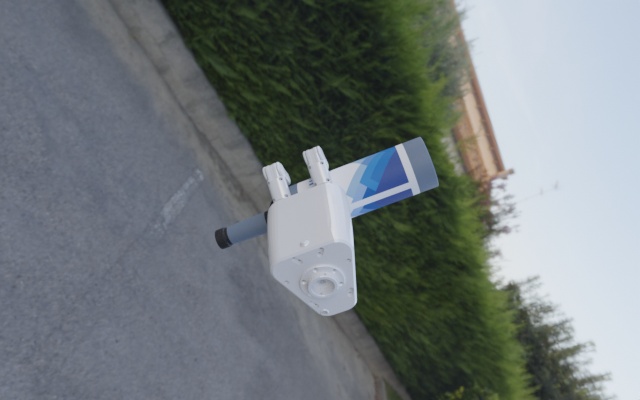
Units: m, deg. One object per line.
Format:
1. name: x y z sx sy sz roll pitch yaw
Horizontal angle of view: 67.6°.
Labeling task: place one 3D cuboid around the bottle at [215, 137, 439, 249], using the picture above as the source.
1. bottle: 0.000 0.002 0.621 0.296 0.069 0.069 -21 -3 9
